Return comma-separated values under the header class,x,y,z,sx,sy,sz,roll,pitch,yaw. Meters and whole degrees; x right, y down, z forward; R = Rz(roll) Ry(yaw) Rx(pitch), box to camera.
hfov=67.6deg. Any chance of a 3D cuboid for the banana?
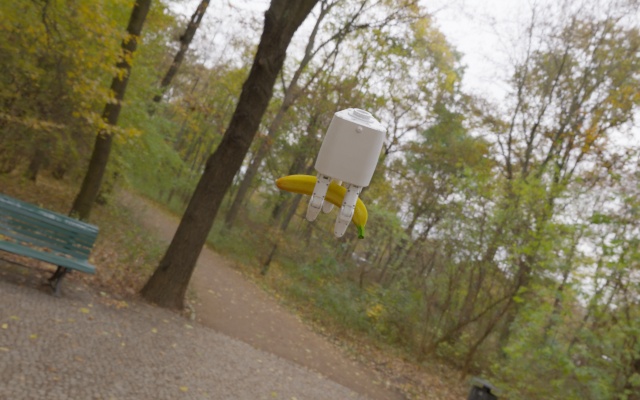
class,x,y,z,sx,sy,sz,roll,pitch,yaw
banana,0.013,-0.006,0.890,0.198,0.037,0.069,31,51,15
